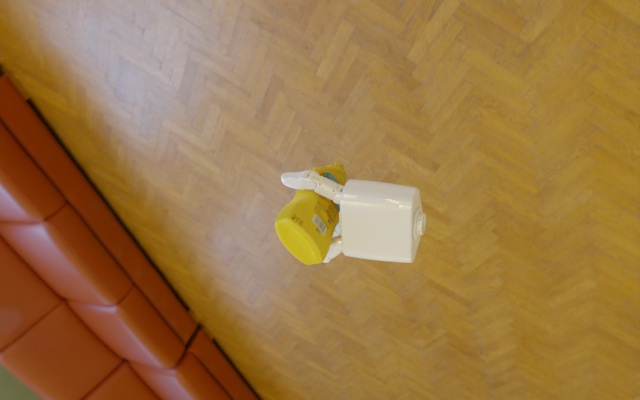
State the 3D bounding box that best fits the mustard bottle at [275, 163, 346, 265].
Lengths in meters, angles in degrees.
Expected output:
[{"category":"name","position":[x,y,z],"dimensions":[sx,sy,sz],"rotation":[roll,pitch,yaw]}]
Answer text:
[{"category":"mustard bottle","position":[0.000,0.003,0.760],"dimensions":[0.058,0.096,0.191],"rotation":[-17,31,37]}]
